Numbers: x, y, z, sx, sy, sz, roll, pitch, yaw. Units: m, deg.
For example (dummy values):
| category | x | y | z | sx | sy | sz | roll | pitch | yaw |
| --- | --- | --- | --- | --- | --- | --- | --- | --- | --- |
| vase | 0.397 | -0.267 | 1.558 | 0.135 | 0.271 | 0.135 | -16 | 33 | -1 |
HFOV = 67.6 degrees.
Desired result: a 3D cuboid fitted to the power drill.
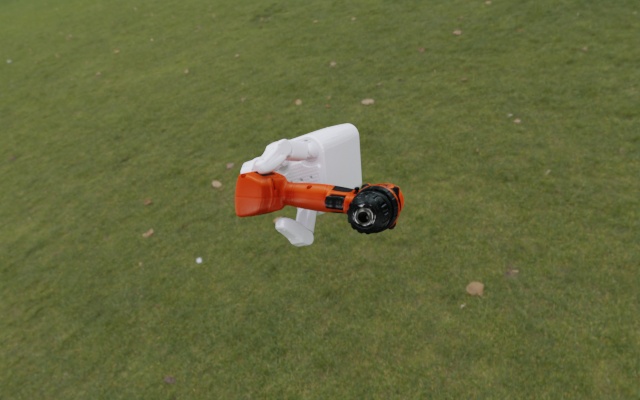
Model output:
| category | x | y | z | sx | sy | sz | roll | pitch | yaw |
| --- | --- | --- | --- | --- | --- | --- | --- | --- | --- |
| power drill | 0.000 | 0.002 | 0.559 | 0.187 | 0.057 | 0.184 | 7 | 5 | 15 |
